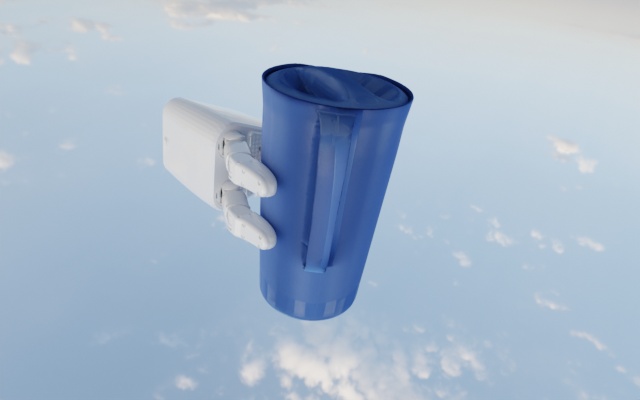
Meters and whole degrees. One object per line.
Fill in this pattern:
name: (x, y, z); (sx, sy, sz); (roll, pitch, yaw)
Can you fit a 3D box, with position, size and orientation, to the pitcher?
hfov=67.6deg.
pitcher: (0.000, 0.001, 0.462); (0.149, 0.243, 0.145); (-21, 40, -41)
